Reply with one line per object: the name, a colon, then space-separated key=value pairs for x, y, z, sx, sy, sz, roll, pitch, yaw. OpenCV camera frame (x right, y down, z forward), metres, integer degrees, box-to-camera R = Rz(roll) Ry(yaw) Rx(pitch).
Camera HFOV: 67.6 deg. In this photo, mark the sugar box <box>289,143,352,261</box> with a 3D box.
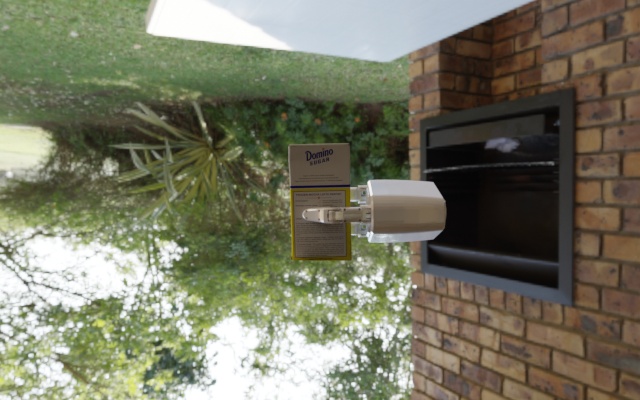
sugar box: x=0.000 y=0.002 z=0.728 sx=0.093 sy=0.176 sz=0.048 roll=0 pitch=2 yaw=2
